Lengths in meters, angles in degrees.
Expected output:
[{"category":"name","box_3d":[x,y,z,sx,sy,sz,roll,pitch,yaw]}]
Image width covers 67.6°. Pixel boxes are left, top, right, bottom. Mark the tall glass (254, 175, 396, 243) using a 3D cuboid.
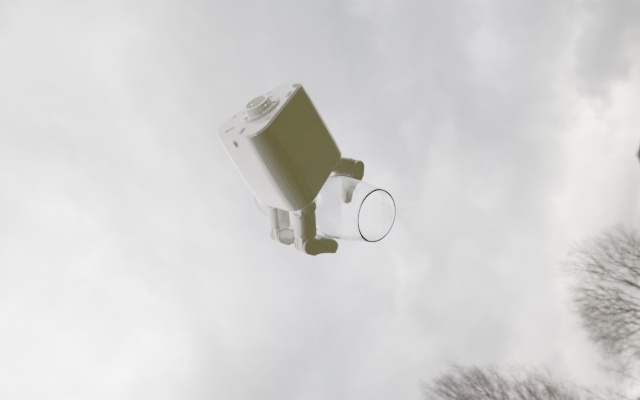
[{"category":"tall glass","box_3d":[0.000,0.002,0.610,0.079,0.079,0.201,0,9,-41]}]
